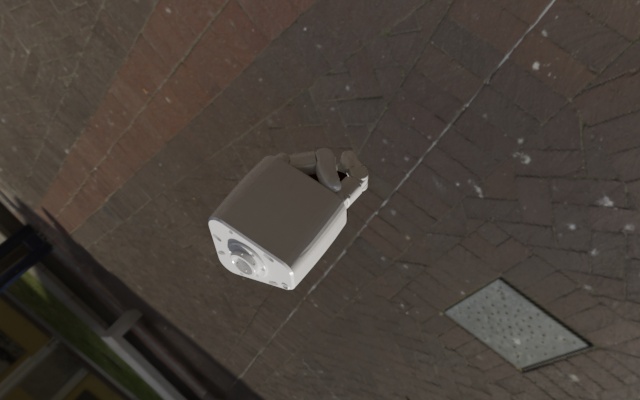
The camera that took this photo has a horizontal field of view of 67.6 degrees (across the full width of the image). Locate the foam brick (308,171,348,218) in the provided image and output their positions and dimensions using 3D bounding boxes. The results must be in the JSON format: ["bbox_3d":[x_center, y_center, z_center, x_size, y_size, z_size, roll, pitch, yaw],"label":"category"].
[{"bbox_3d":[0.000,0.002,0.594,0.053,0.078,0.051,21,51,22],"label":"foam brick"}]
